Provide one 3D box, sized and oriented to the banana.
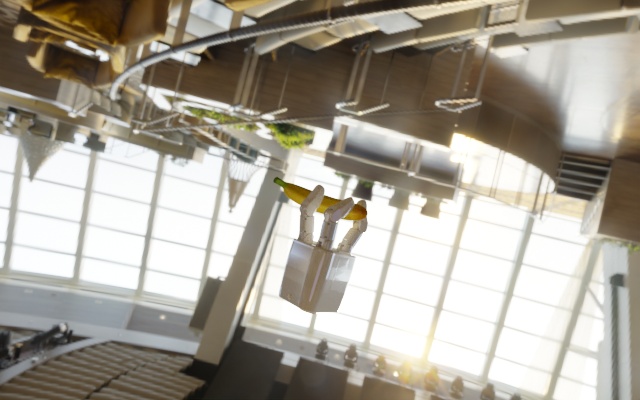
[{"bbox_3d":[0.005,0.005,0.871,0.198,0.037,0.070,18,-3,27],"label":"banana"}]
